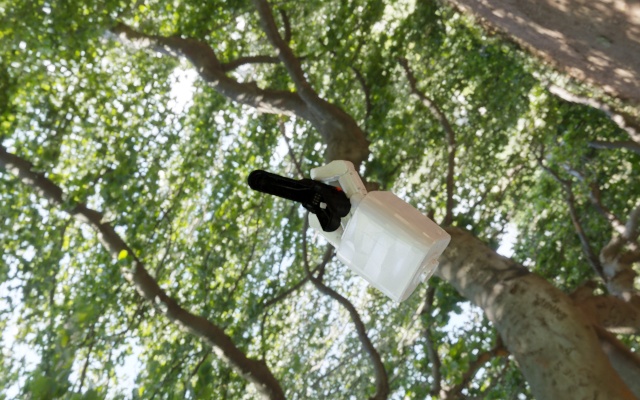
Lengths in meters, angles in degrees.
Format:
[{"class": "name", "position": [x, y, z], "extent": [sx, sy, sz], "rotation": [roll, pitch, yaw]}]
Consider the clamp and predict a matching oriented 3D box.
[{"class": "clamp", "position": [0.000, 0.002, 0.590], "extent": [0.120, 0.039, 0.171], "rotation": [38, 17, 24]}]
